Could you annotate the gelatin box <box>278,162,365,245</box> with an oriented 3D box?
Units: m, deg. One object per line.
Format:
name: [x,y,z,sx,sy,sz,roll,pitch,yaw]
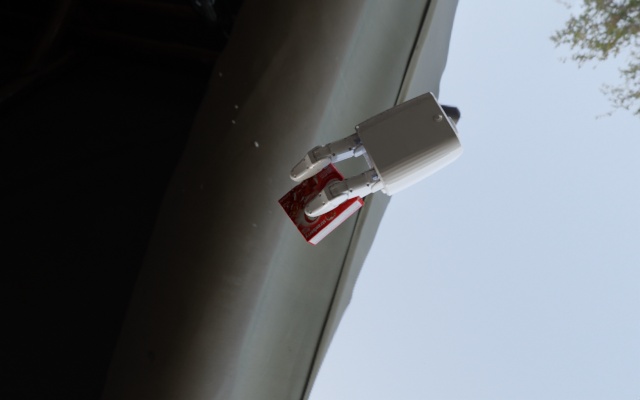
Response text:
gelatin box: [0.000,0.002,0.623,0.089,0.073,0.030,-40,-24,6]
